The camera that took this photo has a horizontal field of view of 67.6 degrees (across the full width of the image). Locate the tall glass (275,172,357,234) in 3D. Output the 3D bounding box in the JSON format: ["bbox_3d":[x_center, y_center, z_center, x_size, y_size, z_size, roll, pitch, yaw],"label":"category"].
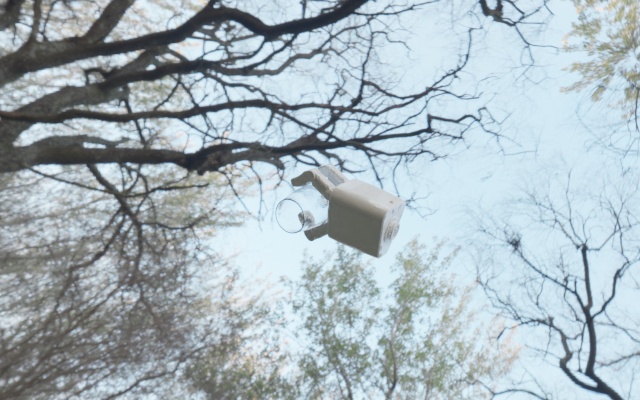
[{"bbox_3d":[0.000,0.003,0.889,0.079,0.079,0.201,0,14,33],"label":"tall glass"}]
